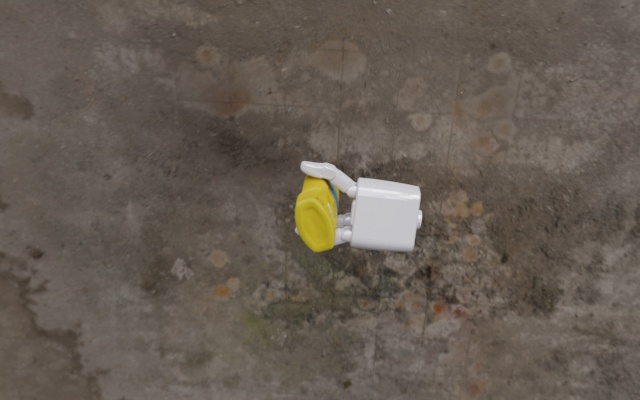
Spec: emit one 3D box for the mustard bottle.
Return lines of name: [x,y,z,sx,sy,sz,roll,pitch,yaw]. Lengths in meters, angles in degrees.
mustard bottle: [0.000,0.003,0.818,0.058,0.096,0.191,-16,21,13]
